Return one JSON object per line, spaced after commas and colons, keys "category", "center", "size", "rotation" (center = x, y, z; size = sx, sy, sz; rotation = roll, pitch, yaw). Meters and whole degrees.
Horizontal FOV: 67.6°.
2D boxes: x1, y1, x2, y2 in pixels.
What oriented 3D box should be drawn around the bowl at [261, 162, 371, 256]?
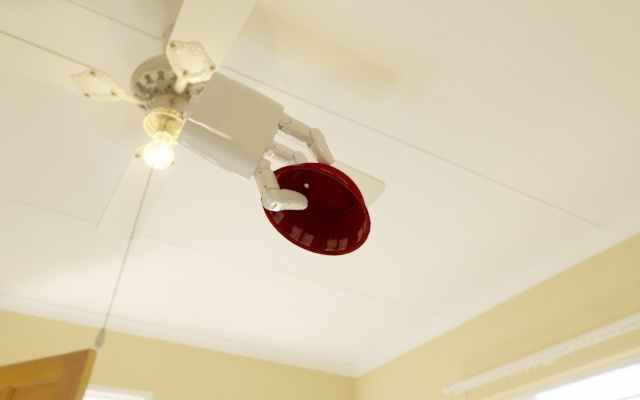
{"category": "bowl", "center": [0.001, 0.003, 0.670], "size": [0.162, 0.162, 0.055], "rotation": [0, 38, 27]}
